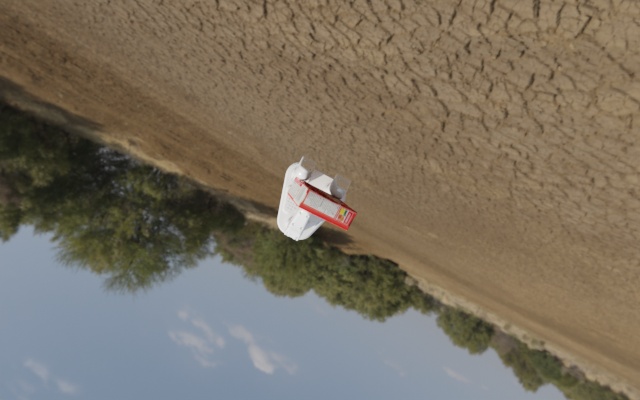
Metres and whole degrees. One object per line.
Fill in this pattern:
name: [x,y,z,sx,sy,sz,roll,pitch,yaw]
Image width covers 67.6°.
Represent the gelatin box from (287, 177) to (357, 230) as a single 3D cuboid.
gelatin box: [0.000,0.003,0.632,0.073,0.030,0.089,27,5,-17]
